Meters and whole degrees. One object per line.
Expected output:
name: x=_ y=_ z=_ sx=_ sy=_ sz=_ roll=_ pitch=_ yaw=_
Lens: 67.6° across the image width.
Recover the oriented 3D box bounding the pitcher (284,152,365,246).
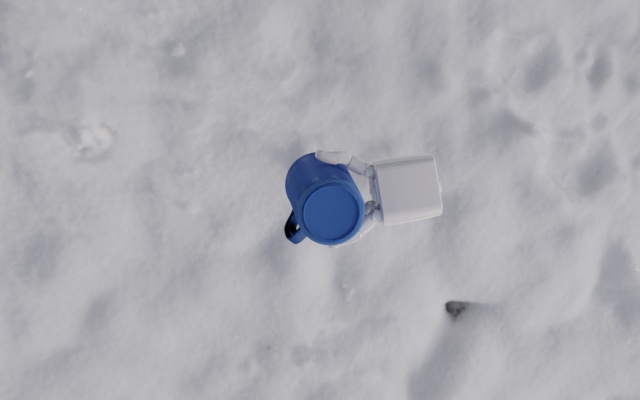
pitcher: x=0.000 y=0.003 z=0.842 sx=0.145 sy=0.149 sz=0.242 roll=-8 pitch=13 yaw=-3
